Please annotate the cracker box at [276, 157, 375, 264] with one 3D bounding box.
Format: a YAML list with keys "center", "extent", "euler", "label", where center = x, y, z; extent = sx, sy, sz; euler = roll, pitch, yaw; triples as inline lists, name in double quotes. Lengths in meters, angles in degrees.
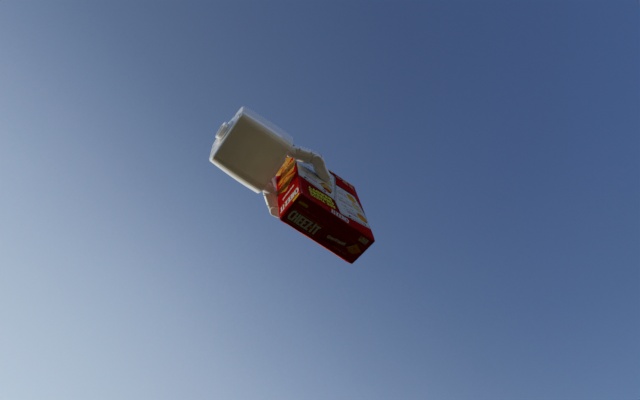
- center: [0.000, 0.003, 0.893]
  extent: [0.164, 0.072, 0.213]
  euler: [33, 20, -21]
  label: "cracker box"
